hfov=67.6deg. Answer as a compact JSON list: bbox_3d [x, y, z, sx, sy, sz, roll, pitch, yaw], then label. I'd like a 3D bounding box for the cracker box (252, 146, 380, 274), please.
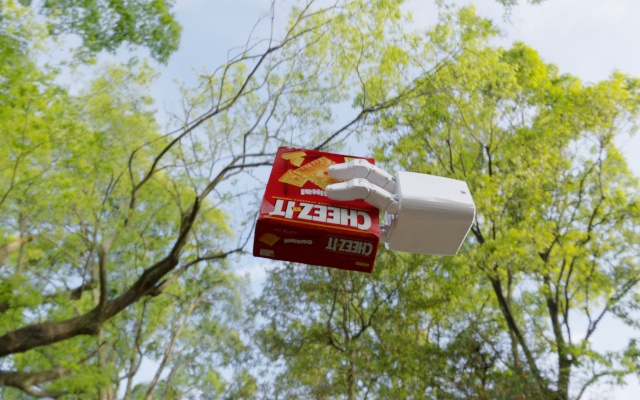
[{"bbox_3d":[0.000,0.002,0.708,0.164,0.072,0.213,8,33,-1],"label":"cracker box"}]
